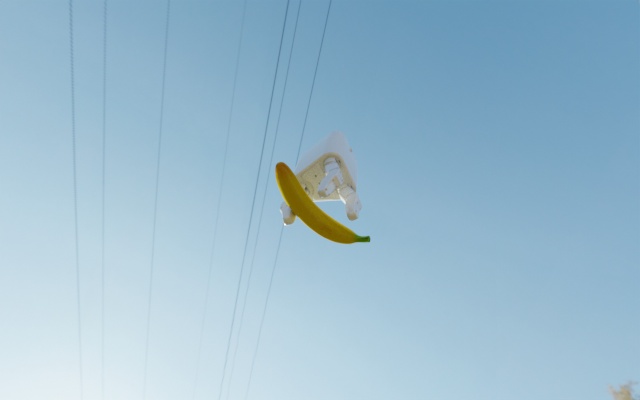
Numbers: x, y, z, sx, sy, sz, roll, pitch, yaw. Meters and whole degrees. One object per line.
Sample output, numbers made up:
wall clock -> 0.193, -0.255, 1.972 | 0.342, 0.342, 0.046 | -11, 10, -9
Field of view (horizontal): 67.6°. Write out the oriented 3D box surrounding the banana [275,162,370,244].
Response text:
banana -> -0.009, 0.015, 0.781 | 0.070, 0.198, 0.037 | -40, 18, 35
